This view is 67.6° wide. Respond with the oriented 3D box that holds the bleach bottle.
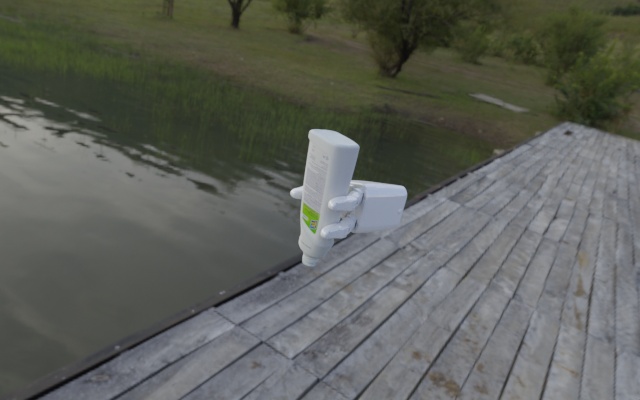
[{"bbox_3d":[0.000,0.003,0.886,0.068,0.251,0.102,-1,25,-33],"label":"bleach bottle"}]
